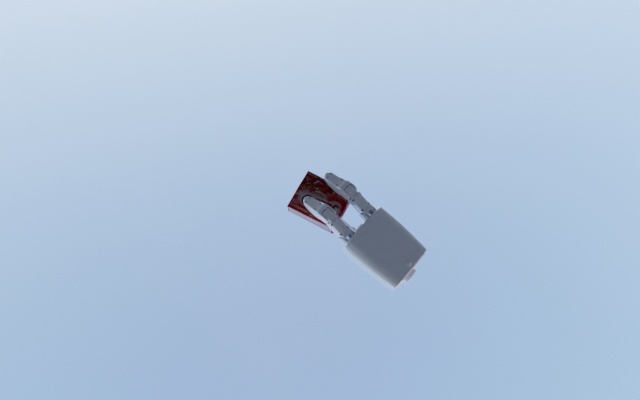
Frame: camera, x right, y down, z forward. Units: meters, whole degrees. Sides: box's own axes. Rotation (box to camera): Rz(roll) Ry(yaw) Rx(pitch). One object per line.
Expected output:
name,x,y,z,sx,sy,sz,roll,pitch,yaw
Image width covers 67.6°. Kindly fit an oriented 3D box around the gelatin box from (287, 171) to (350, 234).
gelatin box,0.000,0.003,0.801,0.089,0.073,0.030,27,-18,9
